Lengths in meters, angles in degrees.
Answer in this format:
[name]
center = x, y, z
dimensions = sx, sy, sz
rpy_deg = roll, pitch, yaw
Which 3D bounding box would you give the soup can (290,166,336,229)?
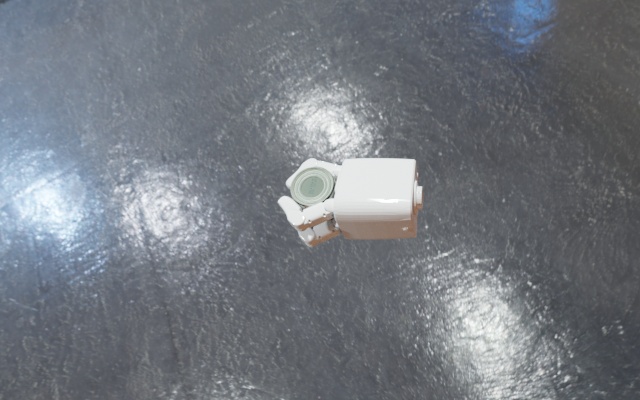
[soup can]
center = 0.000, 0.002, 0.726
dimensions = 0.068, 0.068, 0.102
rpy_deg = 0, -28, 16
